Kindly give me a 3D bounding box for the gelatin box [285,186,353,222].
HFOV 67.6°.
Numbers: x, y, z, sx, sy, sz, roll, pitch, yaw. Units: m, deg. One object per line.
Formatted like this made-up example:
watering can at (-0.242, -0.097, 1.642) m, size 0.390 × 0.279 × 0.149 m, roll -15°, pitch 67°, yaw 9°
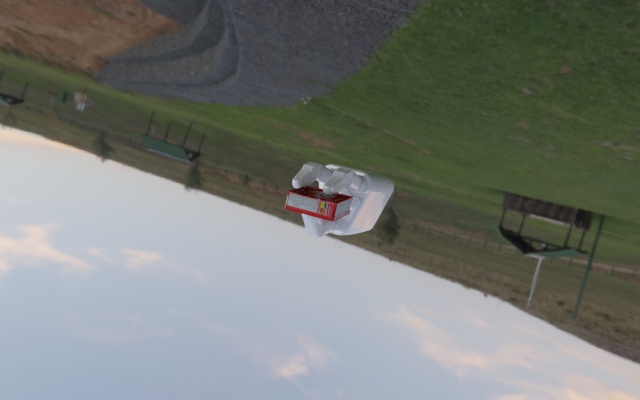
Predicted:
gelatin box at (0.000, 0.003, 0.689) m, size 0.073 × 0.030 × 0.089 m, roll 15°, pitch 11°, yaw 17°
